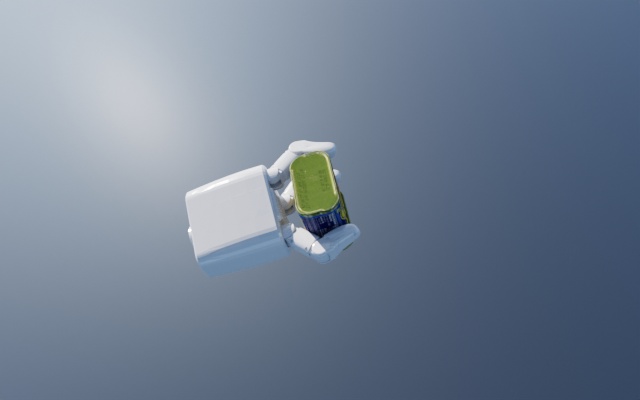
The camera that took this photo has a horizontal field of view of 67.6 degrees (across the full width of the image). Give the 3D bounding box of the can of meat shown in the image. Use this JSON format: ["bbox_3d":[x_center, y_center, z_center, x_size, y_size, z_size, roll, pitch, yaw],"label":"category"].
[{"bbox_3d":[0.000,0.002,0.590,0.057,0.102,0.084,-16,-40,4],"label":"can of meat"}]
